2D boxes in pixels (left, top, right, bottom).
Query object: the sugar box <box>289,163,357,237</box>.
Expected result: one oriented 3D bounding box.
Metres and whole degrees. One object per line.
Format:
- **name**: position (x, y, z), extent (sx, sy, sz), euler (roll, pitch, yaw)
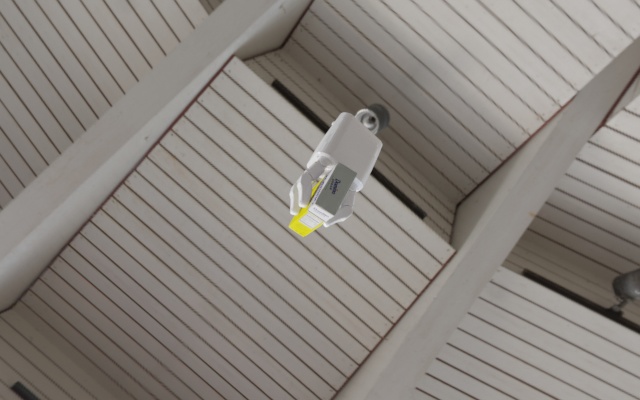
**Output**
- **sugar box**: position (0.000, 0.002, 0.869), extent (0.048, 0.093, 0.176), euler (32, -24, -5)
